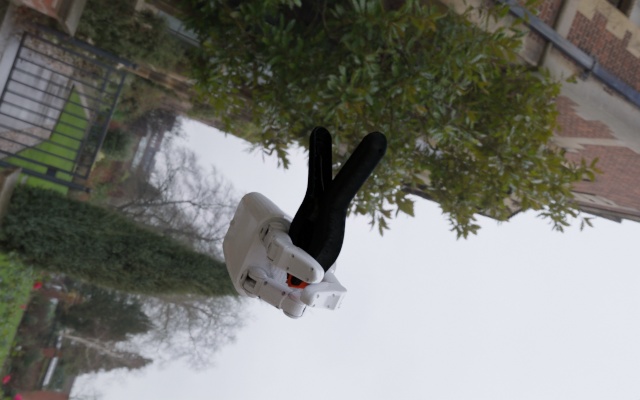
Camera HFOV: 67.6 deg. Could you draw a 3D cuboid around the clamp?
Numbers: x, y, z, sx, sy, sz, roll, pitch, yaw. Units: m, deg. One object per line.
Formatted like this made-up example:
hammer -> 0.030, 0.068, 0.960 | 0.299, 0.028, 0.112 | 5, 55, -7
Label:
clamp -> 0.001, 0.002, 0.481 | 0.039, 0.171, 0.120 | 20, 9, -25
